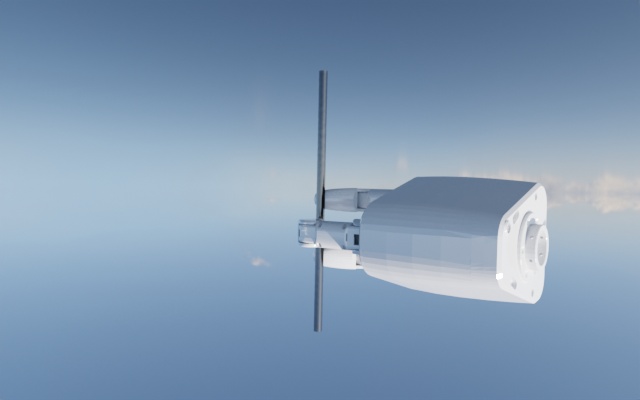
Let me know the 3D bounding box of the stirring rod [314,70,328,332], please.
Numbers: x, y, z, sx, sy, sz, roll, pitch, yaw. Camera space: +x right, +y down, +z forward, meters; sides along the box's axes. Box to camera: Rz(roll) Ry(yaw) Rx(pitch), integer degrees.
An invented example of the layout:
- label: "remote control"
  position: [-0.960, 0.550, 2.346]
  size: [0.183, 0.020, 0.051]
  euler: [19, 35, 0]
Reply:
- label: "stirring rod"
  position: [0.000, 0.001, 0.442]
  size: [0.011, 0.239, 0.011]
  euler: [1, 2, 0]
